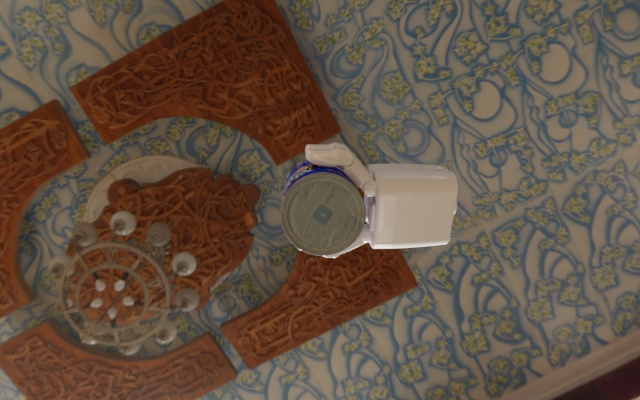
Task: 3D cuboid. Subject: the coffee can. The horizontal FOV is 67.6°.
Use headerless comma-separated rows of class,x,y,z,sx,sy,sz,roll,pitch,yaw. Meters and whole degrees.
coffee can,0.000,0.002,0.637,0.103,0.103,0.140,0,13,-3
